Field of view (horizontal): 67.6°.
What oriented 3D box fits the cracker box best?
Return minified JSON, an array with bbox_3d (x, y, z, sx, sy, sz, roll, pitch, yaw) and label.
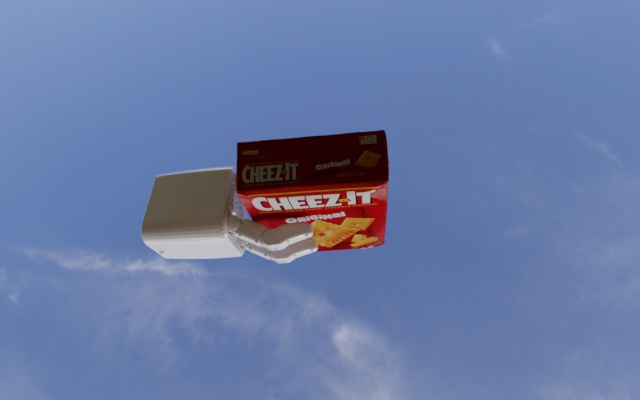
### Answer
[{"bbox_3d":[0.000,0.002,0.598,0.164,0.072,0.214,-5,-23,4],"label":"cracker box"}]
